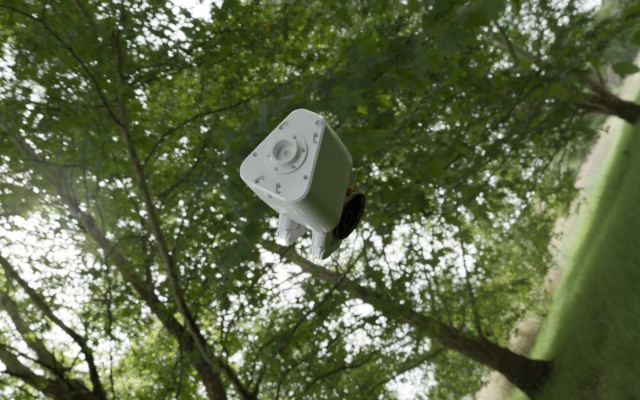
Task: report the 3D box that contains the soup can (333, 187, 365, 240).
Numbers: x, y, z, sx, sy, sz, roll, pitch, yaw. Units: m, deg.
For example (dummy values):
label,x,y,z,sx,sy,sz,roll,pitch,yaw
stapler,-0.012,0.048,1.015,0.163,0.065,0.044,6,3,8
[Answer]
label,x,y,z,sx,sy,sz,roll,pitch,yaw
soup can,0.000,0.002,0.651,0.102,0.068,0.068,25,11,26
